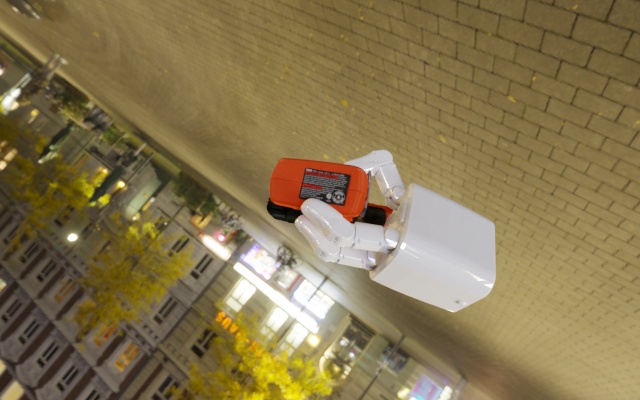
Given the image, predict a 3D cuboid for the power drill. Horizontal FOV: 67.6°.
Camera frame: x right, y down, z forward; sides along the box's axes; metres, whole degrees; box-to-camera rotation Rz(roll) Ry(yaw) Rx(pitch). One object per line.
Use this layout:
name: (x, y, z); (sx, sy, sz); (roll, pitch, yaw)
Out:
power drill: (0.000, 0.002, 0.589); (0.184, 0.057, 0.188); (7, -10, 13)
